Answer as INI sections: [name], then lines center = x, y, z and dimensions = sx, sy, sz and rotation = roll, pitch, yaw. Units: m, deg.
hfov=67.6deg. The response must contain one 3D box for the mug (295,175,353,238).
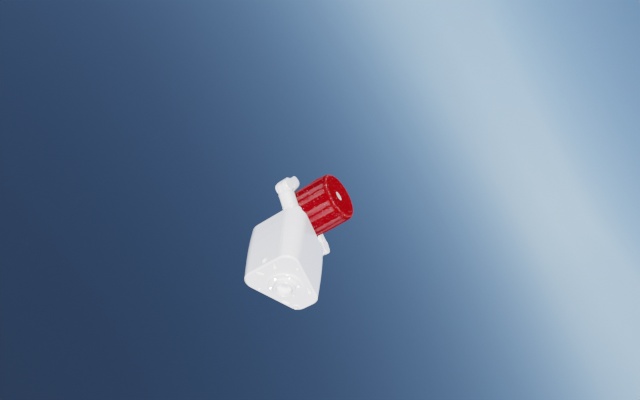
[mug]
center = 0.000, 0.002, 0.795
dimensions = 0.081, 0.093, 0.117
rotation = -29, 32, 24
